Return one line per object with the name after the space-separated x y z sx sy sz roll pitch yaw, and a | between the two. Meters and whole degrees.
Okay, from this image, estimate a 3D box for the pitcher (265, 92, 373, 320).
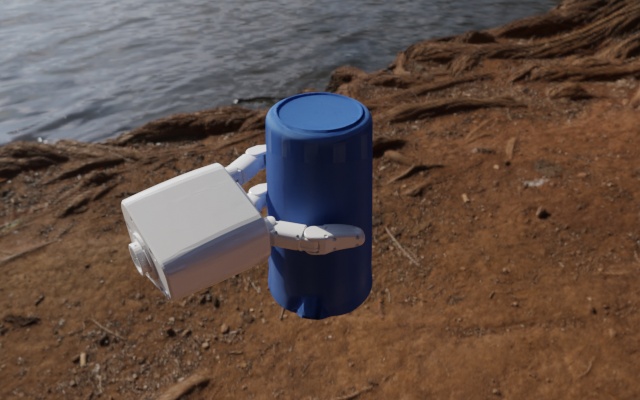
0.000 0.002 0.553 0.145 0.243 0.149 -23 42 -28 | pitcher
